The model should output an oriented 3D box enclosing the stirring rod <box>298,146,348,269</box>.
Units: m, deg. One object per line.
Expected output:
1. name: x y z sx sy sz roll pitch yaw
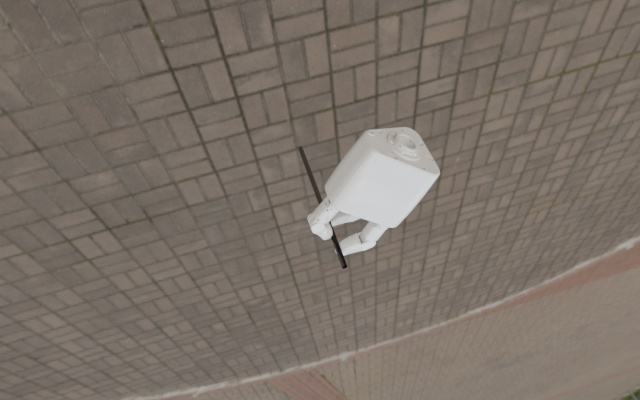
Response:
1. stirring rod: 0.000 0.002 0.746 0.011 0.239 0.011 -14 -36 -10
